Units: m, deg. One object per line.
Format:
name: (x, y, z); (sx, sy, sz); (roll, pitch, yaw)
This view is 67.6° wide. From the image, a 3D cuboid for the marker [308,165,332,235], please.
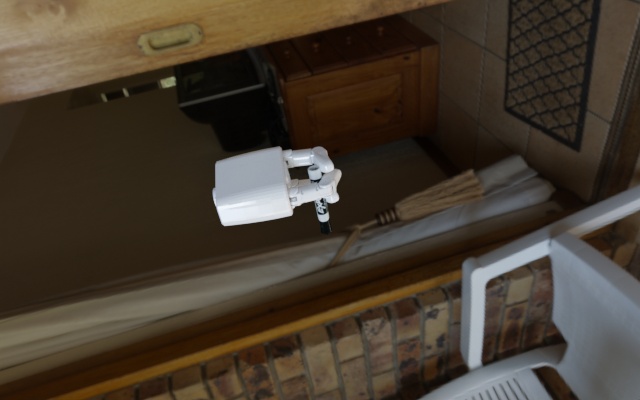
marker: (0.000, 0.002, 0.738); (0.020, 0.121, 0.020); (-8, 32, 5)
